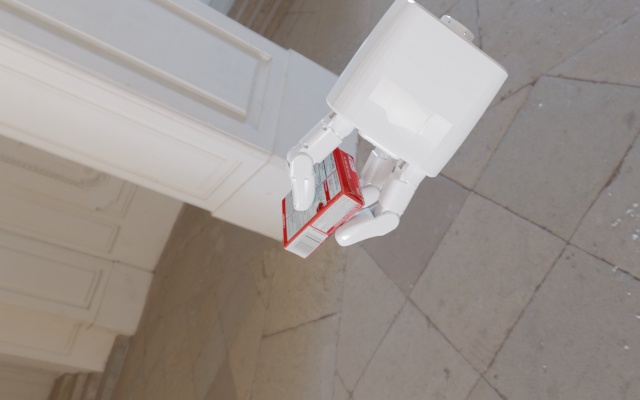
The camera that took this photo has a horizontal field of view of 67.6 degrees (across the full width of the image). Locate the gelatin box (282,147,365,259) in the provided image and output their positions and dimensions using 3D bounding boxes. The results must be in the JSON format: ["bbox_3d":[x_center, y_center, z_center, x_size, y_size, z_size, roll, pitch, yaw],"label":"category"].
[{"bbox_3d":[-0.001,0.002,0.463,0.030,0.073,0.089,31,-61,-28],"label":"gelatin box"}]
